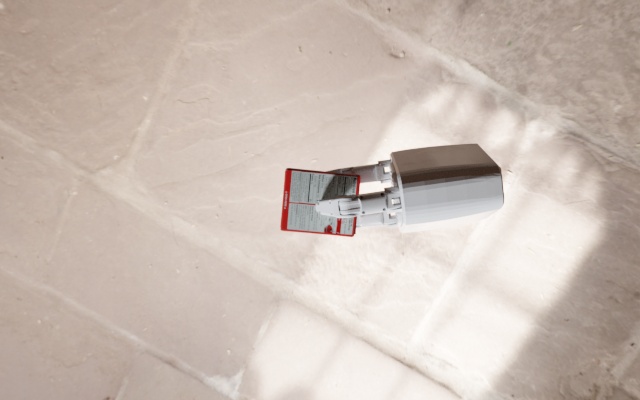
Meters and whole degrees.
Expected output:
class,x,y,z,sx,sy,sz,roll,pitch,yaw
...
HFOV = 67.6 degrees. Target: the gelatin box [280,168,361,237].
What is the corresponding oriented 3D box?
class,x,y,z,sx,sy,sz,roll,pitch,yaw
gelatin box,0.000,0.002,0.561,0.089,0.073,0.030,5,6,0
